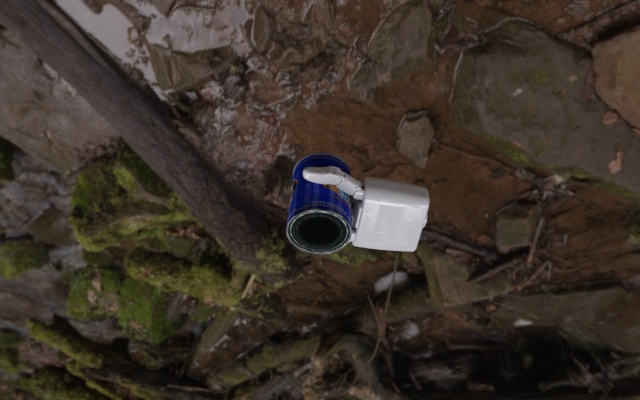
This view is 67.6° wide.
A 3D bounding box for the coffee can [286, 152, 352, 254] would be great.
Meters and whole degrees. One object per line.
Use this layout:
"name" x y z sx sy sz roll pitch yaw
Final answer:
"coffee can" 0.000 0.002 0.791 0.103 0.103 0.140 0 44 3
